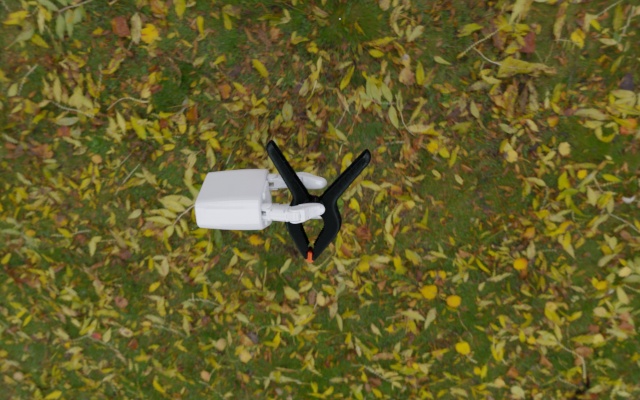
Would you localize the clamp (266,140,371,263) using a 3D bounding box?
[{"bbox_3d":[0.000,0.003,0.780,0.164,0.210,0.036,0,21,5],"label":"clamp"}]
